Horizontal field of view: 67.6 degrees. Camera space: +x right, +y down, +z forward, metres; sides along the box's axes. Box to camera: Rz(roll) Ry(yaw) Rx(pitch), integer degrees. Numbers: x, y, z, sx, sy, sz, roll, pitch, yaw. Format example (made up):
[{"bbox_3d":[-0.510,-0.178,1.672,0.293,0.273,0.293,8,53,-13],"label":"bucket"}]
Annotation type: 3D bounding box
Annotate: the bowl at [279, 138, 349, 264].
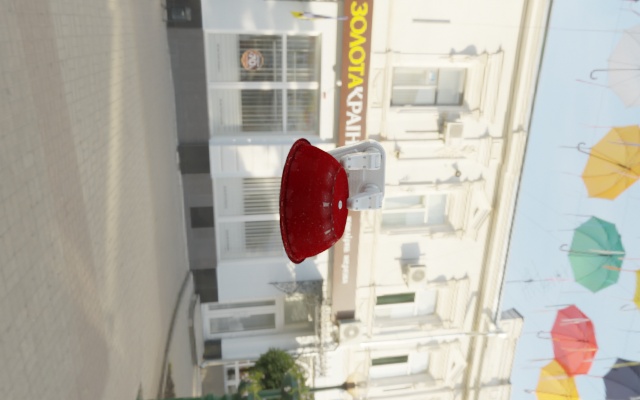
[{"bbox_3d":[0.000,0.003,0.605,0.055,0.162,0.162,3,1,16],"label":"bowl"}]
